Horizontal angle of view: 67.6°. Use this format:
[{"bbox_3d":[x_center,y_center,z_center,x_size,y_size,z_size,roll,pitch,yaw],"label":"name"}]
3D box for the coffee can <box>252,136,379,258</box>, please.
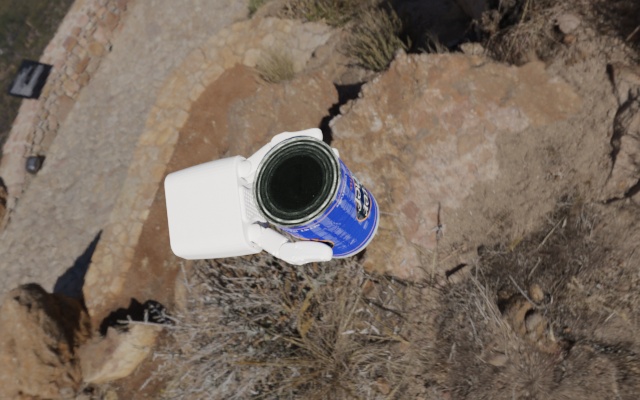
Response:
[{"bbox_3d":[0.000,0.002,0.557,0.103,0.102,0.140,0,-19,24],"label":"coffee can"}]
